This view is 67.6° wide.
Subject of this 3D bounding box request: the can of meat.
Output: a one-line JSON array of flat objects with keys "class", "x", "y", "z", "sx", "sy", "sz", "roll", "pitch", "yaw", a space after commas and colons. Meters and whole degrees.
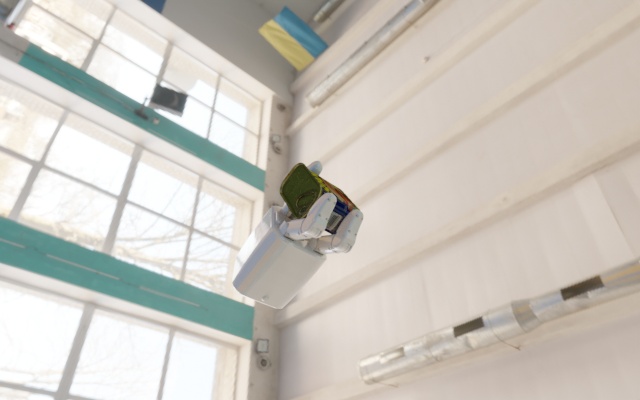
[{"class": "can of meat", "x": 0.000, "y": 0.002, "z": 0.678, "sx": 0.084, "sy": 0.057, "sz": 0.102, "roll": 30, "pitch": 13, "yaw": -33}]
